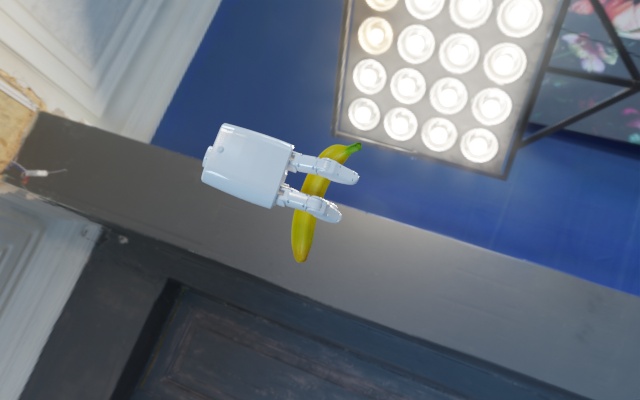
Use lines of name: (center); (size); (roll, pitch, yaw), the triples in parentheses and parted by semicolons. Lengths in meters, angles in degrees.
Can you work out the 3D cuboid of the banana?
banana: (-0.006, -0.006, 0.721); (0.037, 0.198, 0.069); (22, 5, -29)
